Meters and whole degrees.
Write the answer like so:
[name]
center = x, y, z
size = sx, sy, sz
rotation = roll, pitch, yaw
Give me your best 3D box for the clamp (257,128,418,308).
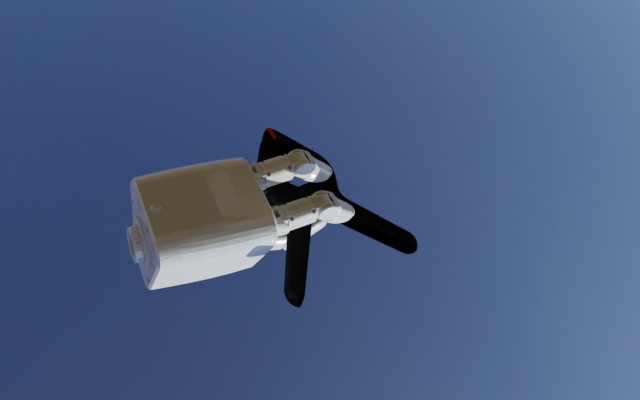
[clamp]
center = -0.001, 0.002, 0.520
size = 0.164, 0.210, 0.036
rotation = -11, -32, -30
